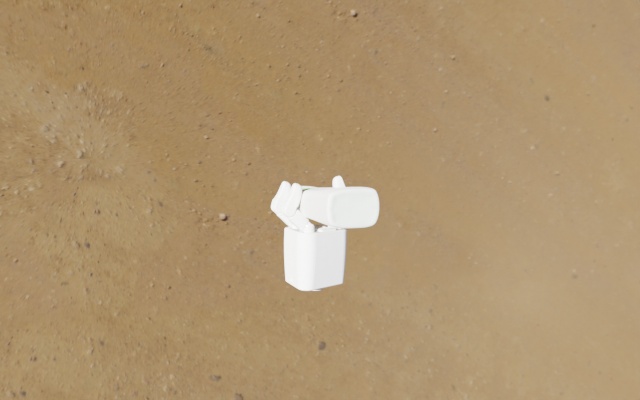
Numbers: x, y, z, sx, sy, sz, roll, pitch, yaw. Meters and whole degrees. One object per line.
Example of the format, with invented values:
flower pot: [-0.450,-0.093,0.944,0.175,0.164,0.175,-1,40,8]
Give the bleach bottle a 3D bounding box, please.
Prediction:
bleach bottle: [0.000,0.003,0.884,0.102,0.068,0.251,-2,5,-25]
